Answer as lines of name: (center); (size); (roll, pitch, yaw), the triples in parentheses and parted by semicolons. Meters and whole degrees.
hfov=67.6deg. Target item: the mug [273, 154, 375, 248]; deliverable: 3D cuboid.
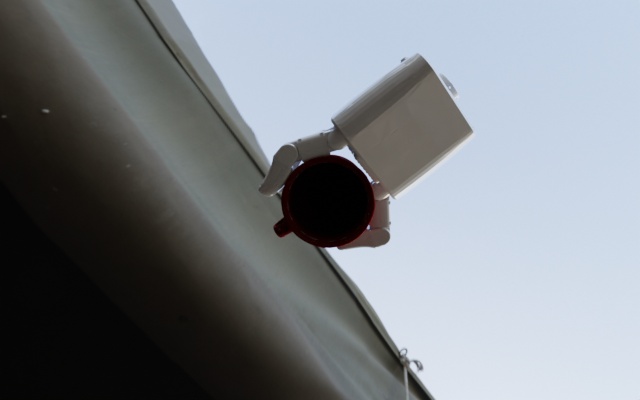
mug: (-0.001, 0.003, 0.512); (0.117, 0.093, 0.081); (-36, 7, 10)
